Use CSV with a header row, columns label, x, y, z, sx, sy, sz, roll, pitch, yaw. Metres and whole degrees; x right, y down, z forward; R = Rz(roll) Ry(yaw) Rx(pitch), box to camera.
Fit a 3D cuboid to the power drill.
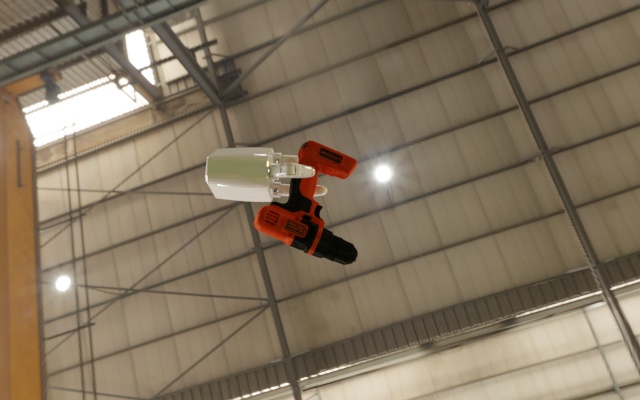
label,x,y,z,sx,sy,sz,roll,pitch,yaw
power drill,0.000,0.002,0.828,0.184,0.187,0.057,24,-23,-7
